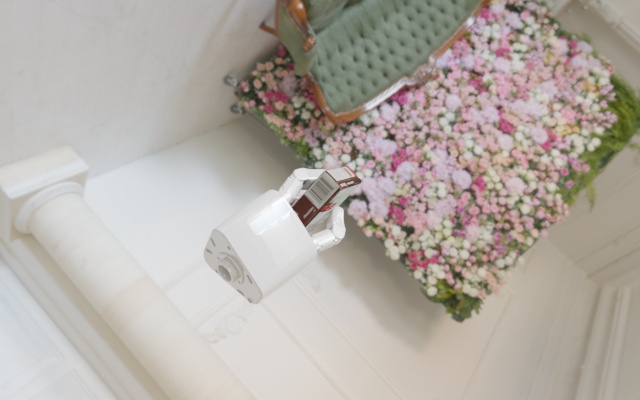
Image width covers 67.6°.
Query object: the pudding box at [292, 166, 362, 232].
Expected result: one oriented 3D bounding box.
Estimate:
[{"bbox_3d":[0.000,0.002,0.705,0.113,0.039,0.090,-45,-10,23],"label":"pudding box"}]
